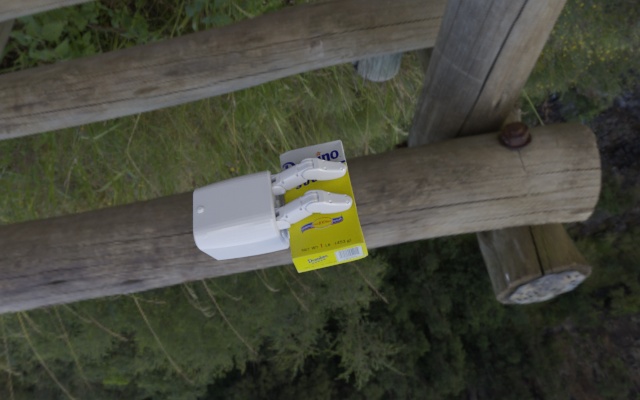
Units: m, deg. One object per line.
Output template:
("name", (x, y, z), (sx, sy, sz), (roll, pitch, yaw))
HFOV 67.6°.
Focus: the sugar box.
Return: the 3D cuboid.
("sugar box", (0.000, 0.002, 0.641), (0.093, 0.176, 0.048), (-13, -34, 3))
